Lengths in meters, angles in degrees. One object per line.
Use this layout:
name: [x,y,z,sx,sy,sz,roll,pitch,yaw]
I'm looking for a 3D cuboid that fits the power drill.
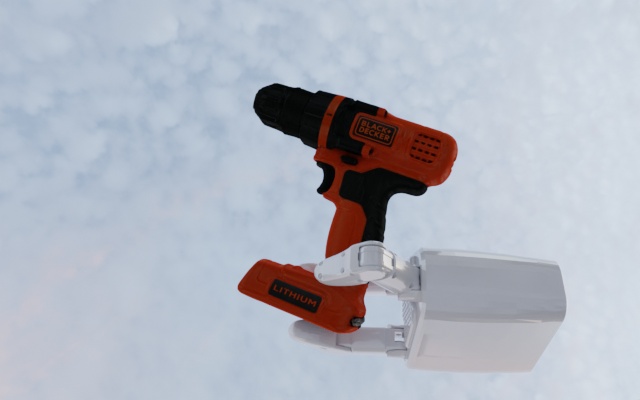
power drill: [0.000,0.002,0.403,0.184,0.187,0.057,20,-4,16]
